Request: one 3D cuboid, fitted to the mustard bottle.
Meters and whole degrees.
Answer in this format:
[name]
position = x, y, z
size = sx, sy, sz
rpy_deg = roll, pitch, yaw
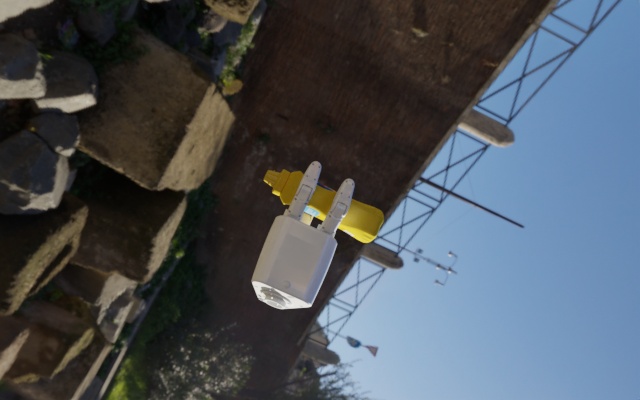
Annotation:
[mustard bottle]
position = 0.000, 0.002, 0.752
size = 0.191, 0.058, 0.096
rpy_deg = 26, -3, -6
